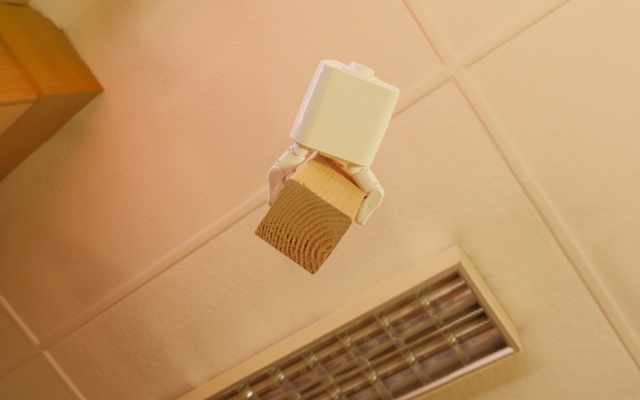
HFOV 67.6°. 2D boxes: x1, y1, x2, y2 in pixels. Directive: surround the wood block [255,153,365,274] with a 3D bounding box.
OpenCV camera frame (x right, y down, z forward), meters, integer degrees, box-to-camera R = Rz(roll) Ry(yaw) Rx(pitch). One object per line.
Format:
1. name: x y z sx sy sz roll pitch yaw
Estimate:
1. wood block: 0.001 0.002 0.649 0.091 0.090 0.206 34 21 1
